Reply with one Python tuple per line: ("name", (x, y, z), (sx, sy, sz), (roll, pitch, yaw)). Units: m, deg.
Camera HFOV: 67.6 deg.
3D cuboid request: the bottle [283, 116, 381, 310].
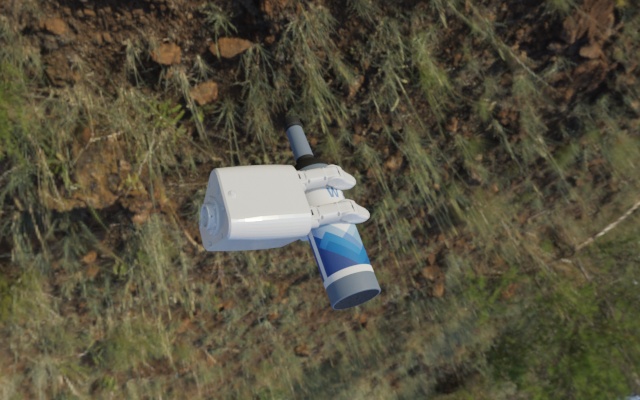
("bottle", (0.000, 0.002, 0.672), (0.069, 0.295, 0.069), (-16, -26, -8))
